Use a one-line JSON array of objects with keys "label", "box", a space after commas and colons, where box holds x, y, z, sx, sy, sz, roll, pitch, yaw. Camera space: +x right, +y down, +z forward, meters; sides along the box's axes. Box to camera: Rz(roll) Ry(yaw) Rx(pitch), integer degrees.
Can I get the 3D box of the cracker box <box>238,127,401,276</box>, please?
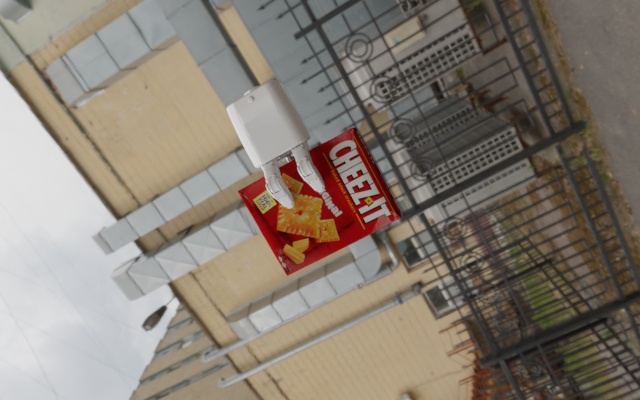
[{"label": "cracker box", "box": [0.000, 0.003, 0.777, 0.214, 0.164, 0.072, -28, 4, 11]}]
